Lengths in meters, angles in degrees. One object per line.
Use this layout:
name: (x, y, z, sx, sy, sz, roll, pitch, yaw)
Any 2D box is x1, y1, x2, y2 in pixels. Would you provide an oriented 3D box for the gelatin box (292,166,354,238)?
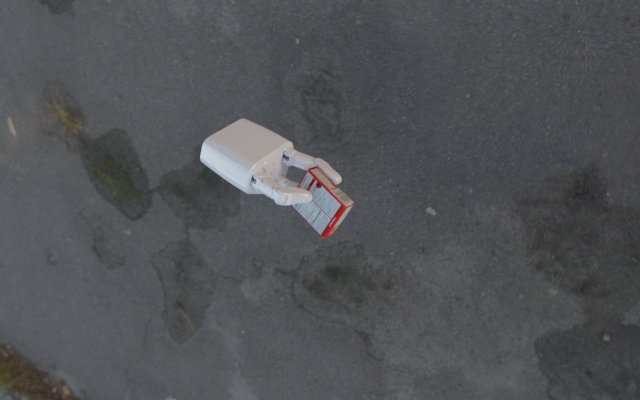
gelatin box: (0.000, 0.003, 0.752, 0.089, 0.073, 0.030, 45, 35, 18)
